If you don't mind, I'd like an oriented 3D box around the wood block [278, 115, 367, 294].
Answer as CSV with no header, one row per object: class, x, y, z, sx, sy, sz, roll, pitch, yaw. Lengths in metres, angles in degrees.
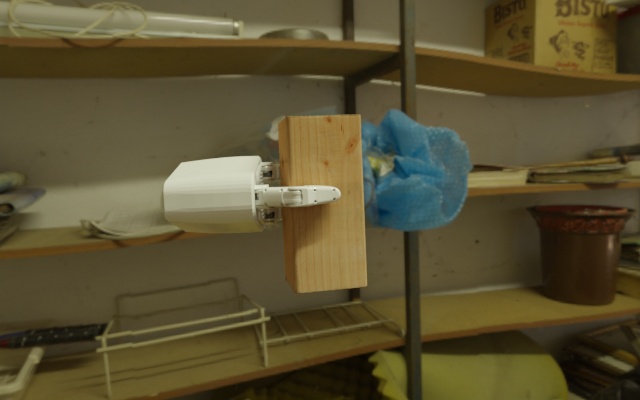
wood block,0.000,0.002,0.599,0.090,0.206,0.091,-4,4,-12
